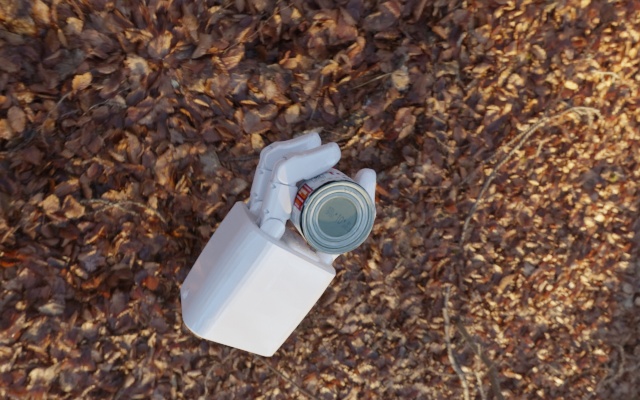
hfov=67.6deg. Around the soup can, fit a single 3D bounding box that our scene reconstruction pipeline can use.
[{"bbox_3d":[0.001,0.001,0.442,0.068,0.068,0.102,0,16,-18],"label":"soup can"}]
